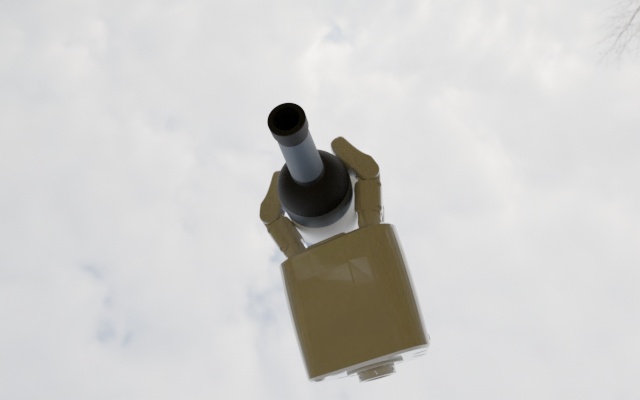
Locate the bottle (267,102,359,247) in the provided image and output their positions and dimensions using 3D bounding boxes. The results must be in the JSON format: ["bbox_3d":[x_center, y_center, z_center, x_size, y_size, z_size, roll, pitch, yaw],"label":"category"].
[{"bbox_3d":[0.000,0.002,0.460,0.069,0.069,0.296,0,-23,10],"label":"bottle"}]
